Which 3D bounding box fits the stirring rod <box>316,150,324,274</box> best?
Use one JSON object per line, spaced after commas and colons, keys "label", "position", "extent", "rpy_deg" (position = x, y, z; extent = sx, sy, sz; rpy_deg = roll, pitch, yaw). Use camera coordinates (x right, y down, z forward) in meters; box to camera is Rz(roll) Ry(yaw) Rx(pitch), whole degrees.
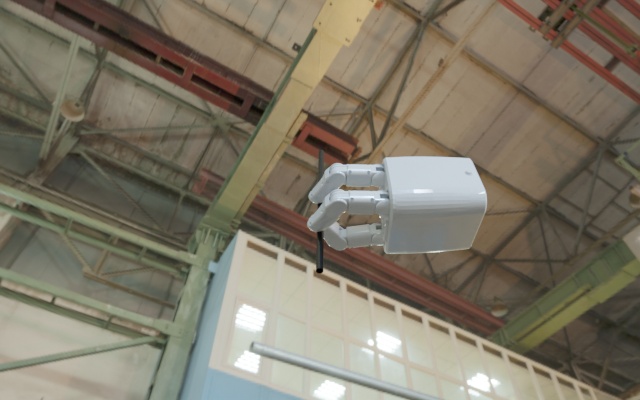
{"label": "stirring rod", "position": [0.000, 0.002, 0.601], "extent": [0.011, 0.011, 0.239], "rpy_deg": [0, 37, 1]}
